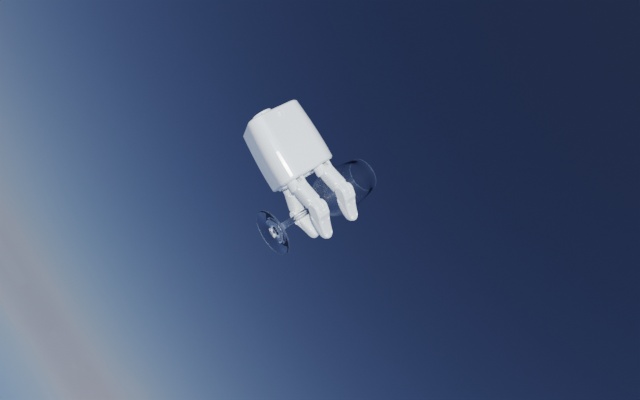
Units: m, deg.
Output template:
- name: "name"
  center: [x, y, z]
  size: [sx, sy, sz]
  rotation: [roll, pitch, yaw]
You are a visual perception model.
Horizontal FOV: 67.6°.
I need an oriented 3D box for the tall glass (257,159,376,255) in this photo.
- name: "tall glass"
  center: [0.000, 0.003, 0.757]
  size: [0.201, 0.079, 0.079]
  rotation: [-32, 18, -32]
